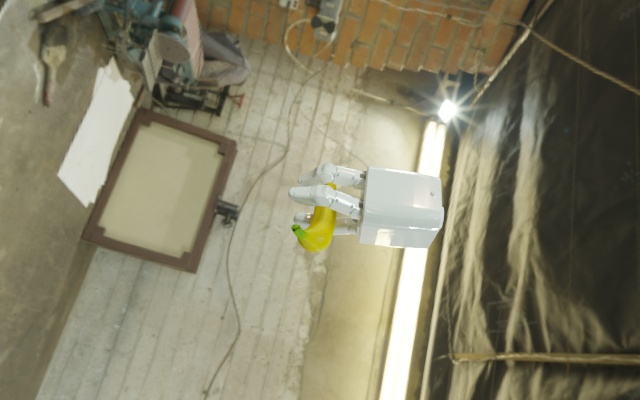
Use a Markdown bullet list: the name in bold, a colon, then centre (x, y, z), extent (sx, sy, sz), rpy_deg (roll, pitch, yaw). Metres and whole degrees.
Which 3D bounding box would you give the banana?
- **banana**: centre (0.002, 0.021, 0.690), extent (0.037, 0.070, 0.197), rpy_deg (-1, 26, 12)
